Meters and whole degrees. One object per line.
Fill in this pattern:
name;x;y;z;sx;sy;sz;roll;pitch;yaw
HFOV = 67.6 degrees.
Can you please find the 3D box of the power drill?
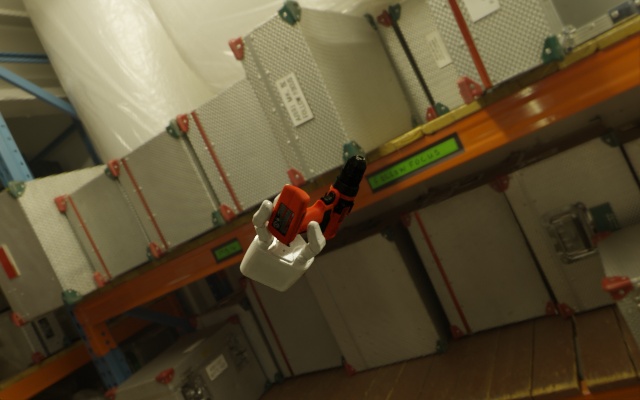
power drill;0.000;0.003;0.872;0.057;0.184;0.187;37;26;28
